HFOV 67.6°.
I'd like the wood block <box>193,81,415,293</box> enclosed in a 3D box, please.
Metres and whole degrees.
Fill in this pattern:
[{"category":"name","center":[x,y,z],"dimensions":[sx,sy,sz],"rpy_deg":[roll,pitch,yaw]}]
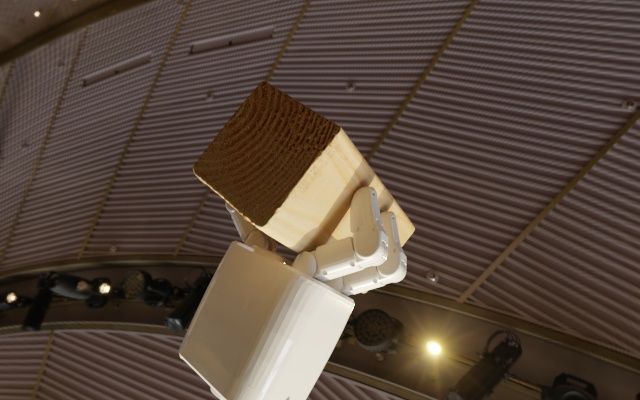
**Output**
[{"category":"wood block","center":[0.000,0.002,0.423],"dimensions":[0.090,0.090,0.206],"rpy_deg":[36,-4,33]}]
